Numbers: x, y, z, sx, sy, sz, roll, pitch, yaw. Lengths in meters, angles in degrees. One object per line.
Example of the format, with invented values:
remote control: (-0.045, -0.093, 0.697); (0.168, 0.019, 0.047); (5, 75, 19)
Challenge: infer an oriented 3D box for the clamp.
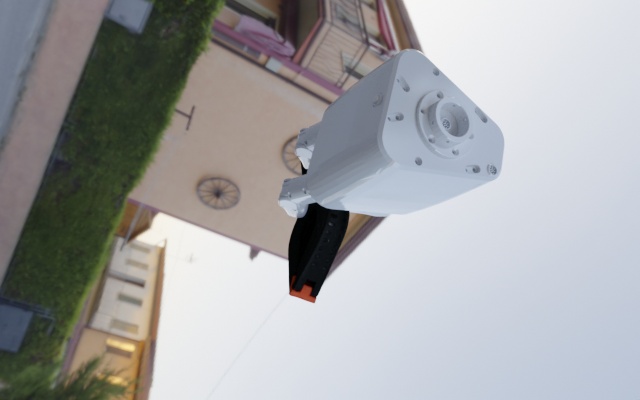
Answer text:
clamp: (0.001, 0.002, 0.497); (0.036, 0.210, 0.164); (23, -21, -19)
